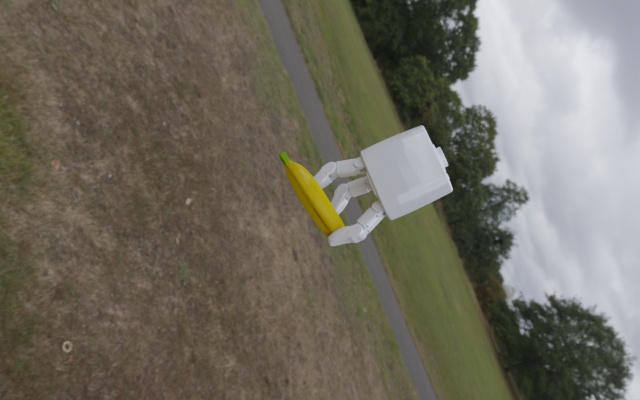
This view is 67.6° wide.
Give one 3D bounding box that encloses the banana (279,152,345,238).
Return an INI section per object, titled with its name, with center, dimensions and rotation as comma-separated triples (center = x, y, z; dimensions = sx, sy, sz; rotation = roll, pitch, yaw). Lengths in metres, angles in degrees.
[banana]
center = 0.000, 0.009, 0.745
dimensions = 0.037, 0.198, 0.069
rotation = -27, 30, 10
